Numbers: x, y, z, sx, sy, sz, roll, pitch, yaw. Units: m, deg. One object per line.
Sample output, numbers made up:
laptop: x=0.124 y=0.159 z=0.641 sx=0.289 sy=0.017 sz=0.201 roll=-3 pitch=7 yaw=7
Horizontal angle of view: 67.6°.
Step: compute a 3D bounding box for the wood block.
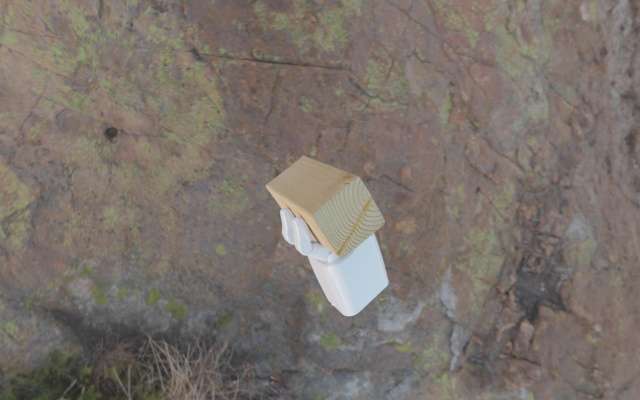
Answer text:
wood block: x=0.001 y=0.003 z=0.766 sx=0.091 sy=0.090 sz=0.206 roll=-39 pitch=26 yaw=-12
